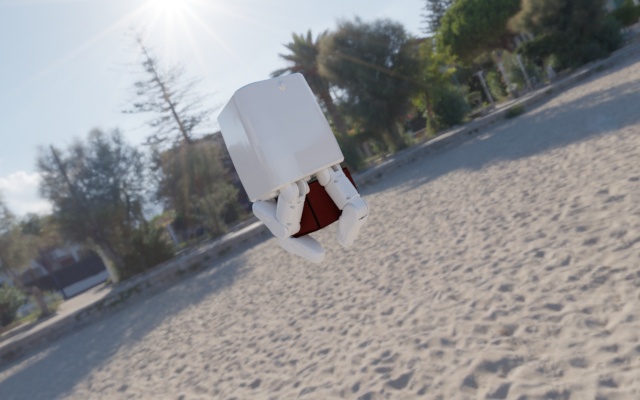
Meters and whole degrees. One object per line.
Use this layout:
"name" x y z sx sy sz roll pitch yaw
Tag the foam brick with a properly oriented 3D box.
"foam brick" 0.000 0.002 0.542 0.078 0.051 0.053 -26 2 -43
